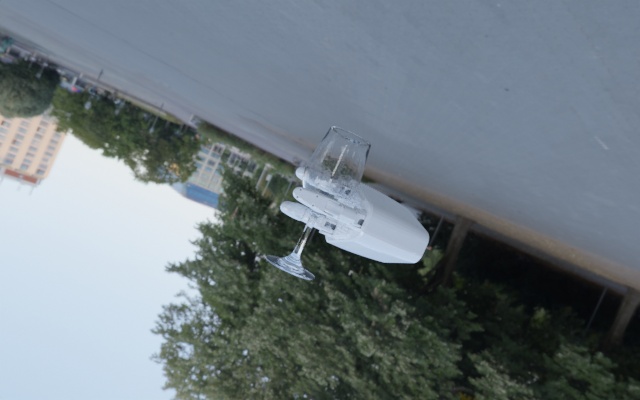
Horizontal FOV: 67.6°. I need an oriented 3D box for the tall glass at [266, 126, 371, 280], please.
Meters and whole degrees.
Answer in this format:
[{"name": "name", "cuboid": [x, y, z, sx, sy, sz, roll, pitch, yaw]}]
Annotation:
[{"name": "tall glass", "cuboid": [0.000, 0.003, 0.653, 0.079, 0.201, 0.079, 24, 1, 0]}]
